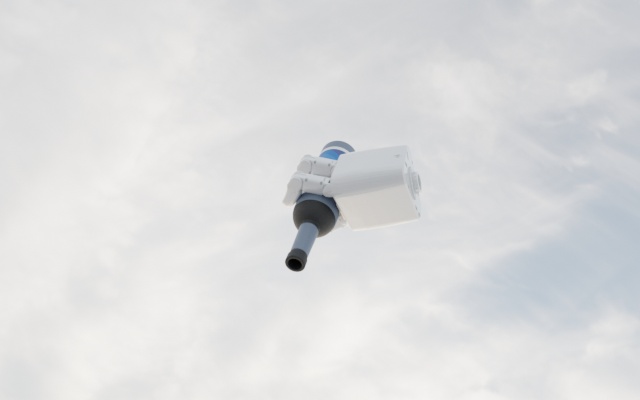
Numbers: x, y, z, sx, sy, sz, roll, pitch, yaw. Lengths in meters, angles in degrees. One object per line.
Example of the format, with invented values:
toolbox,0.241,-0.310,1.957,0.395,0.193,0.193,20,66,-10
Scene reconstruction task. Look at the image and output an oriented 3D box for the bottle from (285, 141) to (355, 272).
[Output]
bottle,0.000,0.002,0.732,0.069,0.069,0.295,0,33,16
